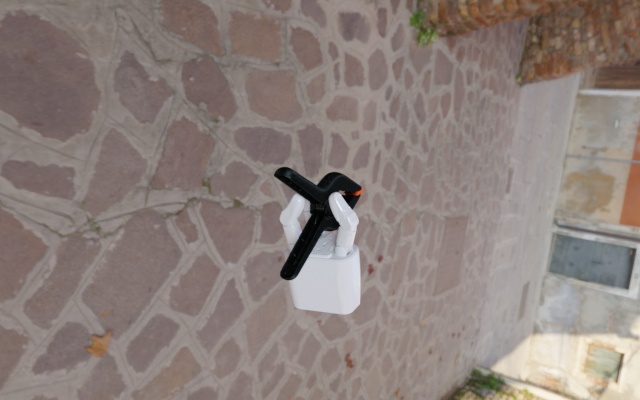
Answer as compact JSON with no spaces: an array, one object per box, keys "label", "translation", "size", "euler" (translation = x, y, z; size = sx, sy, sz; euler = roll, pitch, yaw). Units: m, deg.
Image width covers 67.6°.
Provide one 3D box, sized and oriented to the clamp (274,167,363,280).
[{"label":"clamp","translation":[0.001,0.002,0.719],"size":[0.036,0.165,0.210],"euler":[12,30,32]}]
